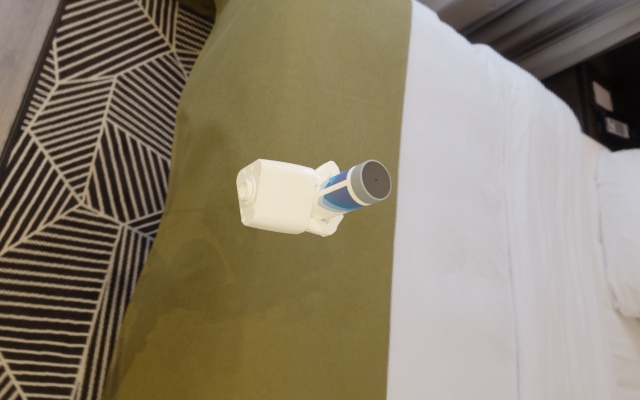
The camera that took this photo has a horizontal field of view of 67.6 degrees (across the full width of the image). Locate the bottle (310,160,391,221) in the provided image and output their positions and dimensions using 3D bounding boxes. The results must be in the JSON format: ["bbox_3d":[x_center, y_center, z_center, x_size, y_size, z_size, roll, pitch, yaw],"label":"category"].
[{"bbox_3d":[0.000,0.003,0.861,0.069,0.069,0.296,0,-14,-38],"label":"bottle"}]
